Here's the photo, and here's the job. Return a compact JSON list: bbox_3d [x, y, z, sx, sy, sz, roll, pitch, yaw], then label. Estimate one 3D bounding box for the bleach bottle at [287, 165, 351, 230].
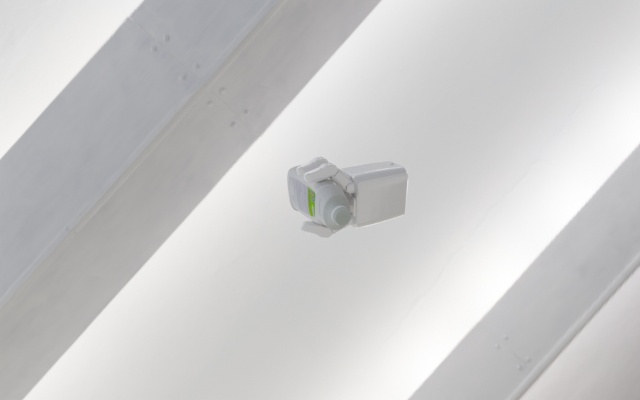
[{"bbox_3d":[0.000,0.003,0.889,0.068,0.102,0.250,-13,19,-14],"label":"bleach bottle"}]
